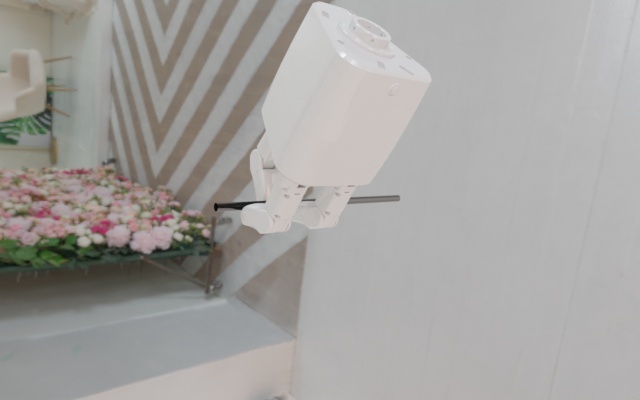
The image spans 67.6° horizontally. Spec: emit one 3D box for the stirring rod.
[{"bbox_3d":[0.000,0.002,0.501,0.239,0.011,0.011,-3,2,-39],"label":"stirring rod"}]
